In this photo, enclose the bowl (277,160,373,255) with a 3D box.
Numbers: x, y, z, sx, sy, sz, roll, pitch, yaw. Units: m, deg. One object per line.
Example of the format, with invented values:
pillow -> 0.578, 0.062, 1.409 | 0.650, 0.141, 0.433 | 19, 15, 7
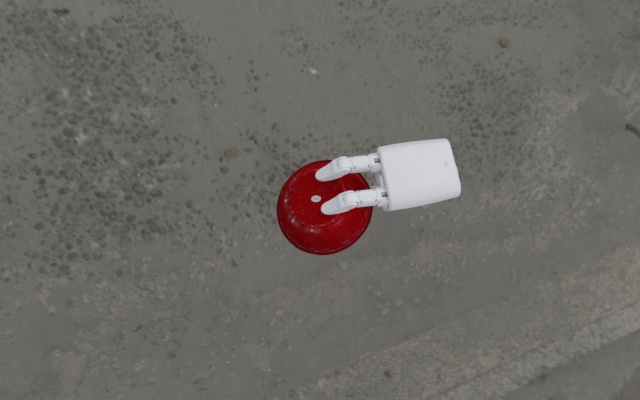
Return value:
bowl -> -0.001, 0.003, 0.755 | 0.162, 0.162, 0.055 | 0, -16, 13
